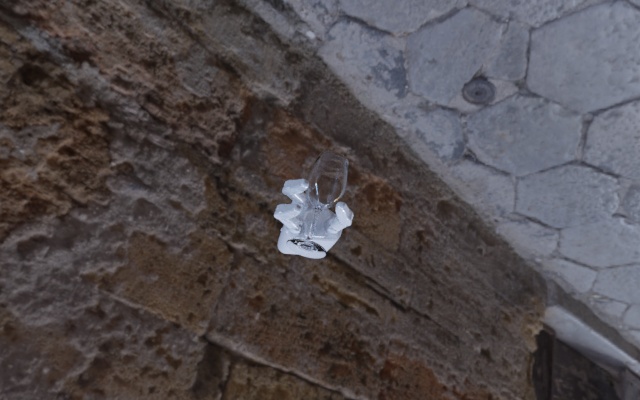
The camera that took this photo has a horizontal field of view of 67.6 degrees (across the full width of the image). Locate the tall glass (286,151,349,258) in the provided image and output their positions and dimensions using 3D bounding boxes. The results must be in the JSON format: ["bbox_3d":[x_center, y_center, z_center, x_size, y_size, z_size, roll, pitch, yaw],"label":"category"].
[{"bbox_3d":[0.000,0.003,0.897,0.079,0.201,0.079,13,-29,7],"label":"tall glass"}]
